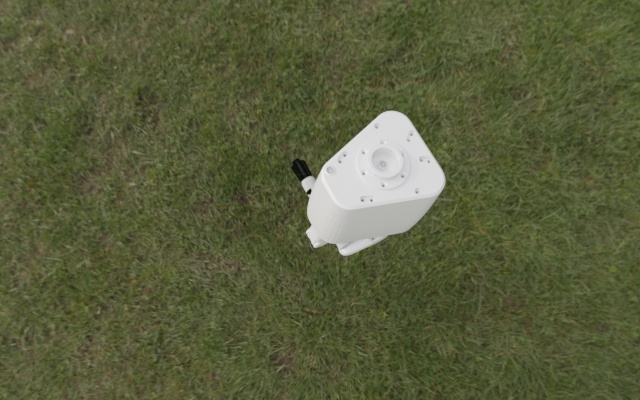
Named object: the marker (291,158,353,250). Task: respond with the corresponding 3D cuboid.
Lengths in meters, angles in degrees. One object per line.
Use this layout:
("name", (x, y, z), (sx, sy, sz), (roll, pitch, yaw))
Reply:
("marker", (0.000, 0.002, 0.560), (0.020, 0.121, 0.020), (-29, -14, -8))
